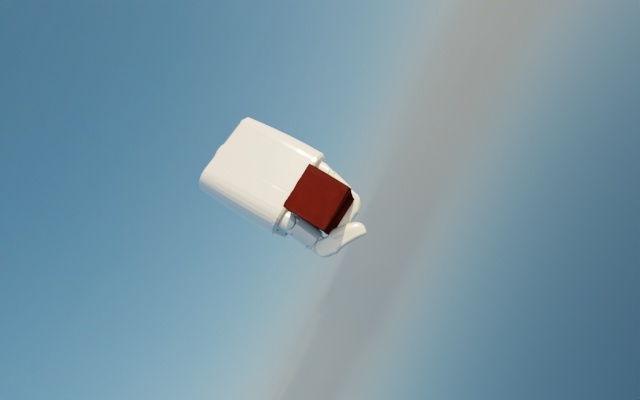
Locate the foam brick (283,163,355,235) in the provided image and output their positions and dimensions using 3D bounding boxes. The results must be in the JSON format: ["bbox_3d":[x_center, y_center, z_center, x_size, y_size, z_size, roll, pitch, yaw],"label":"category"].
[{"bbox_3d":[0.000,0.002,0.509,0.051,0.053,0.078,32,-4,9],"label":"foam brick"}]
